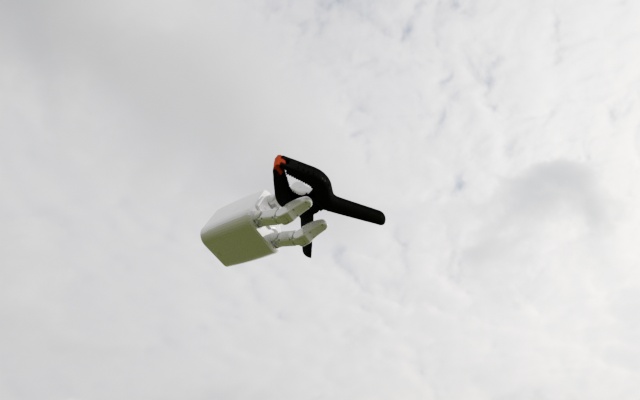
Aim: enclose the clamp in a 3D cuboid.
[{"bbox_3d":[0.000,0.002,0.783,0.164,0.210,0.036,-22,36,17],"label":"clamp"}]
